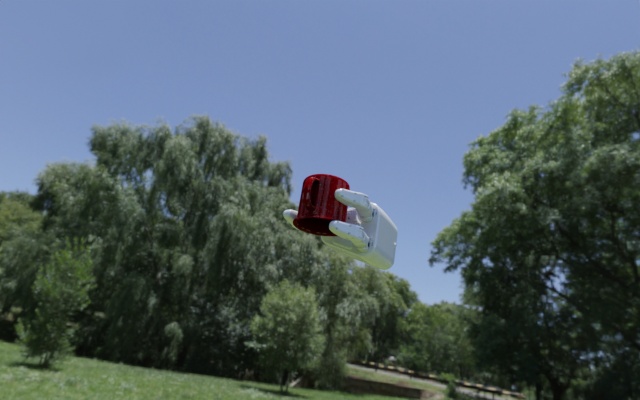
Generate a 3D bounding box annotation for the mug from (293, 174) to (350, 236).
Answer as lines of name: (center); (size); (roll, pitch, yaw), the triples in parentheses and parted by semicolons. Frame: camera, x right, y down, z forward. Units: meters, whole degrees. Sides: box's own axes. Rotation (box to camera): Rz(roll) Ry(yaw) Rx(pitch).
mug: (-0.001, 0.002, 0.791); (0.093, 0.081, 0.117); (-3, -24, 27)
